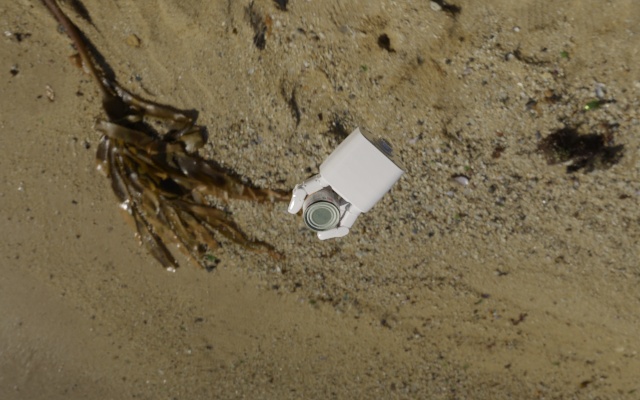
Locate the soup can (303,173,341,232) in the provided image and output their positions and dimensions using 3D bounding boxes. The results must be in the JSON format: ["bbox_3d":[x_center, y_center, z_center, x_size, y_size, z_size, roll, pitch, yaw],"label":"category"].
[{"bbox_3d":[0.000,0.003,0.889,0.068,0.068,0.102,0,32,-4],"label":"soup can"}]
